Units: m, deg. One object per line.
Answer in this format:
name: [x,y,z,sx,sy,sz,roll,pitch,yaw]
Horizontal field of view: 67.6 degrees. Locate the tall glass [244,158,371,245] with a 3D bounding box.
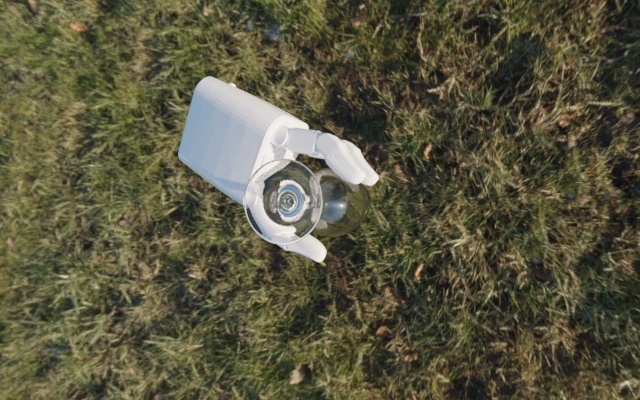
tall glass: [0.000,0.002,0.502,0.079,0.079,0.201,0,-1,20]
